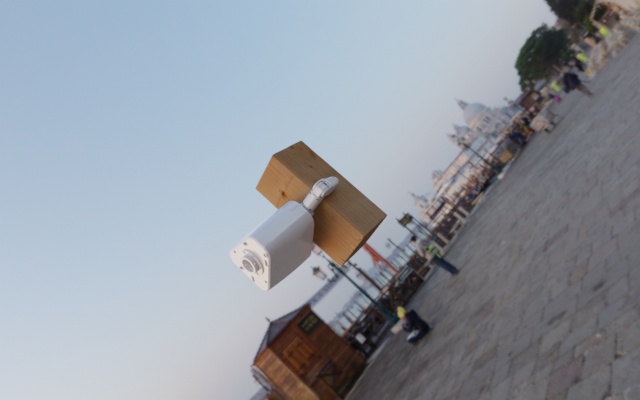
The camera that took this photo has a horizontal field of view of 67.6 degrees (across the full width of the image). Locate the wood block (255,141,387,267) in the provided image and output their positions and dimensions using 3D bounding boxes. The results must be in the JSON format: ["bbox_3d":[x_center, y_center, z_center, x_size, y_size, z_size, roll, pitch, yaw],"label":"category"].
[{"bbox_3d":[0.000,0.003,0.835,0.206,0.091,0.090,42,39,11],"label":"wood block"}]
